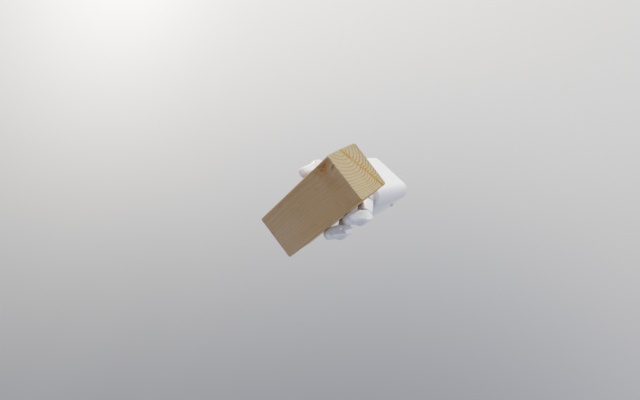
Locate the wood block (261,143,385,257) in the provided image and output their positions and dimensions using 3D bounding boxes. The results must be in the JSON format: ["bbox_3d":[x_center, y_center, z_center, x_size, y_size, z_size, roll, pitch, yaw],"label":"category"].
[{"bbox_3d":[0.000,0.002,0.839,0.206,0.091,0.090,-41,-6,39],"label":"wood block"}]
